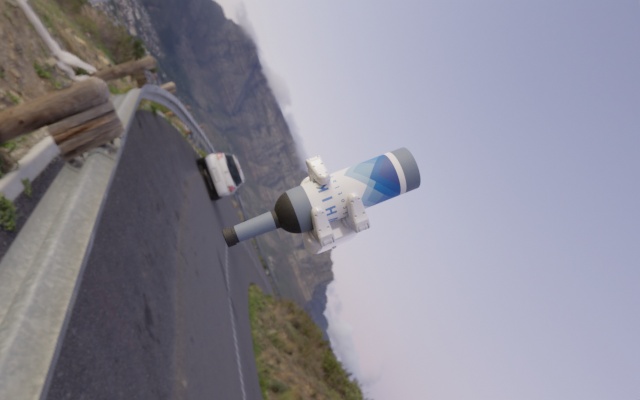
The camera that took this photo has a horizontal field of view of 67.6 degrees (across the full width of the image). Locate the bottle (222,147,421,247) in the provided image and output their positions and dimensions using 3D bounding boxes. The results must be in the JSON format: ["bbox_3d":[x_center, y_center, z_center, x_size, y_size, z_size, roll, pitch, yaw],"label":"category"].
[{"bbox_3d":[0.000,0.002,0.701,0.295,0.069,0.069,-21,3,-9],"label":"bottle"}]
